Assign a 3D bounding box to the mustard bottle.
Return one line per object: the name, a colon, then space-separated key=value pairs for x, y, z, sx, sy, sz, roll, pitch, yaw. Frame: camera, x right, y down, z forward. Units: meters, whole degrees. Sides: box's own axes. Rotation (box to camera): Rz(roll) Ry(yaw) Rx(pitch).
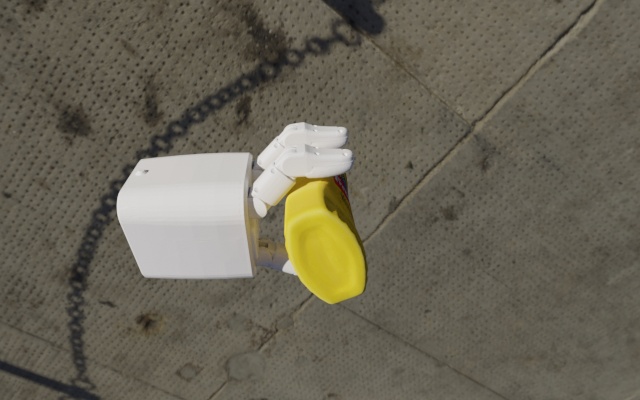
mustard bottle: x=0.000 y=0.002 z=0.453 sx=0.058 sy=0.096 sz=0.191 roll=-23 pitch=28 yaw=9
